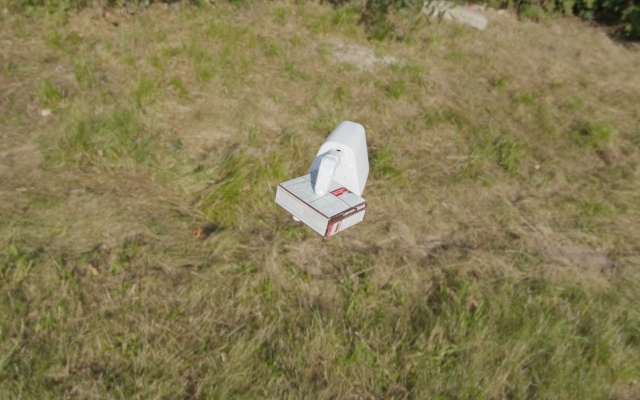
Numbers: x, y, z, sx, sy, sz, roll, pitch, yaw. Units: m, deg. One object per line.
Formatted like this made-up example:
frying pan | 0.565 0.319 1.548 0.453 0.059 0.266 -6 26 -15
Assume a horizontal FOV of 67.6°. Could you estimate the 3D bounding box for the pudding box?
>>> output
pudding box | 0.000 0.002 0.722 0.113 0.039 0.090 32 38 33
